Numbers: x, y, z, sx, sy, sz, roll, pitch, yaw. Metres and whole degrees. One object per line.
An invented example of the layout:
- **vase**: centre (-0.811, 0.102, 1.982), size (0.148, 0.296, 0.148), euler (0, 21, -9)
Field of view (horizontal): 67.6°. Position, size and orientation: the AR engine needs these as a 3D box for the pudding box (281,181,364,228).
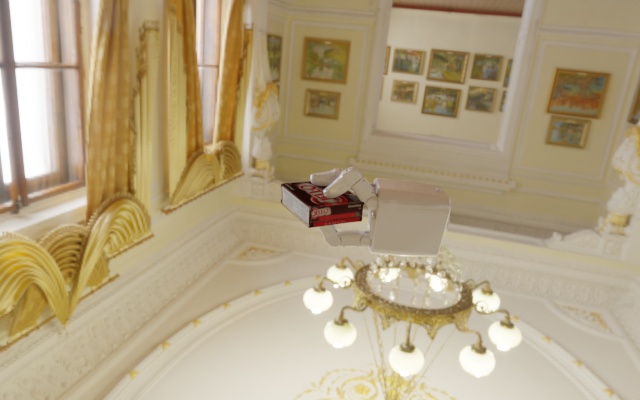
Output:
- **pudding box**: centre (0.000, 0.003, 0.730), size (0.090, 0.039, 0.113), euler (-5, 19, -26)
